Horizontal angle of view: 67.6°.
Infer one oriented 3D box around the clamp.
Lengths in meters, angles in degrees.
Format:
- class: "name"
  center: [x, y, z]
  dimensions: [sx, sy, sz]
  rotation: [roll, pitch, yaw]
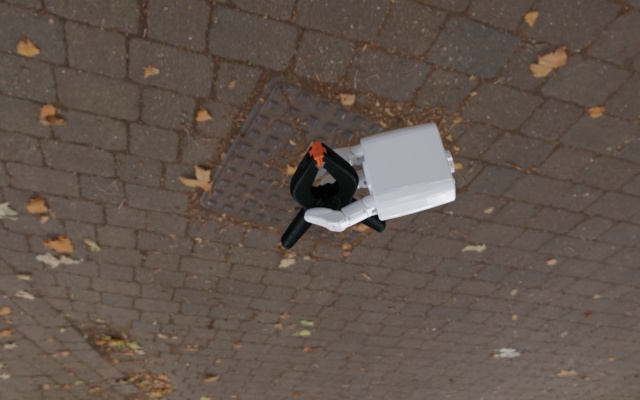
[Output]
- class: "clamp"
  center: [0.000, 0.002, 0.678]
  dimensions: [0.164, 0.036, 0.210]
  rotation: [-16, -38, 5]
